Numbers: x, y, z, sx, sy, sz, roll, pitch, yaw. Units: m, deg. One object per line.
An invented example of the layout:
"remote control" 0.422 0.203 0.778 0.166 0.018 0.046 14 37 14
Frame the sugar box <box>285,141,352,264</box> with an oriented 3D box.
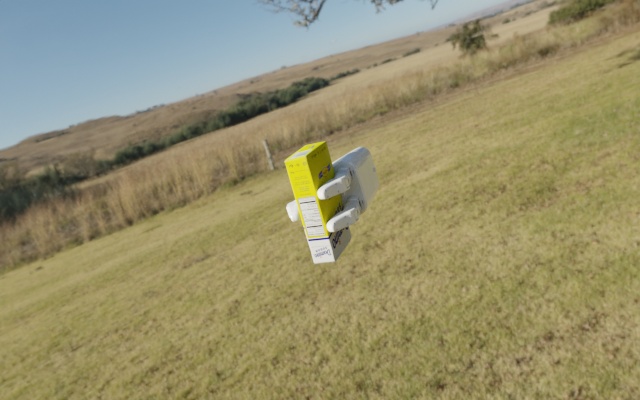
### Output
"sugar box" 0.001 0.002 0.769 0.048 0.176 0.093 -11 17 26
